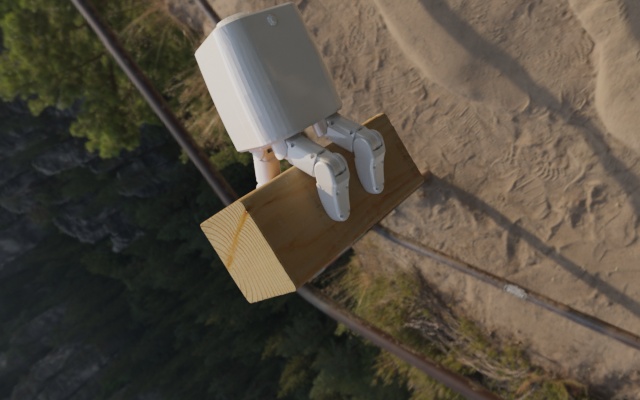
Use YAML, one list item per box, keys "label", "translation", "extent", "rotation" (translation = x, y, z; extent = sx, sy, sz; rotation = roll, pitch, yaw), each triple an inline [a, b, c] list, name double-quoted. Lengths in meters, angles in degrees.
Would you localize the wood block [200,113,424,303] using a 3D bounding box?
- label: "wood block"
  translation: [0.000, 0.001, 0.477]
  extent: [0.206, 0.090, 0.091]
  rotation: [-35, 6, -38]
